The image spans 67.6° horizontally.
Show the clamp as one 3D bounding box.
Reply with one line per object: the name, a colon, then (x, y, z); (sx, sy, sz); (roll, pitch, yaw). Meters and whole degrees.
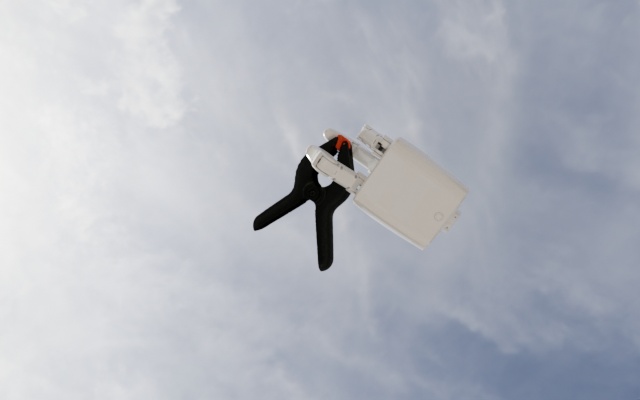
clamp: (0.000, 0.002, 0.615); (0.120, 0.171, 0.039); (37, 11, 10)
